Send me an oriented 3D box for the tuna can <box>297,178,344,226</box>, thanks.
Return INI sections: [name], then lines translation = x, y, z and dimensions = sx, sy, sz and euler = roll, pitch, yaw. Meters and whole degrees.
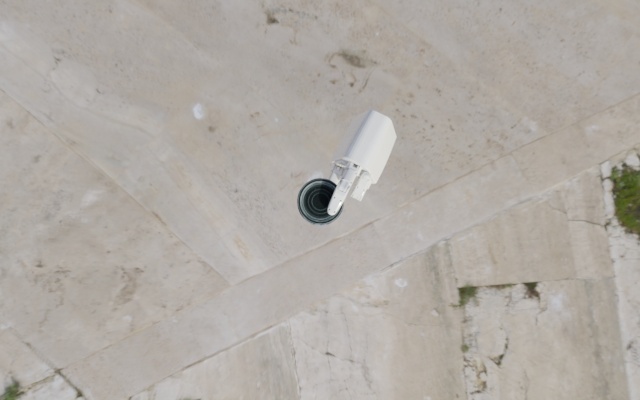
[tuna can]
translation = 0.000, 0.003, 0.866
dimensions = 0.086, 0.086, 0.034
euler = 0, -4, -1
